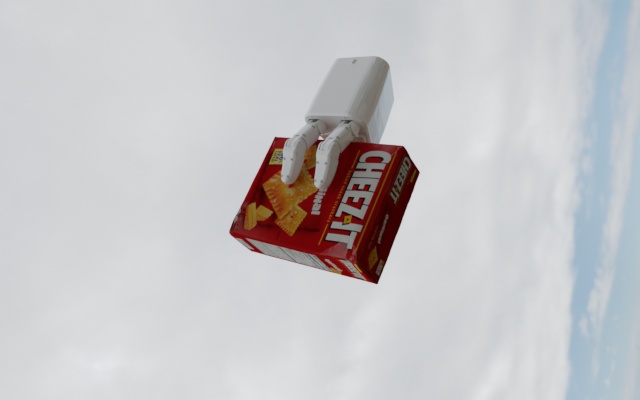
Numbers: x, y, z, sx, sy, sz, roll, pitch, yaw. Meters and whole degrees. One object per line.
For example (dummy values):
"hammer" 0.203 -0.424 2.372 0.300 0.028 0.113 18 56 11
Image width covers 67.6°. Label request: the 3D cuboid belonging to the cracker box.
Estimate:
"cracker box" 0.000 0.002 0.634 0.213 0.164 0.072 9 -24 36
